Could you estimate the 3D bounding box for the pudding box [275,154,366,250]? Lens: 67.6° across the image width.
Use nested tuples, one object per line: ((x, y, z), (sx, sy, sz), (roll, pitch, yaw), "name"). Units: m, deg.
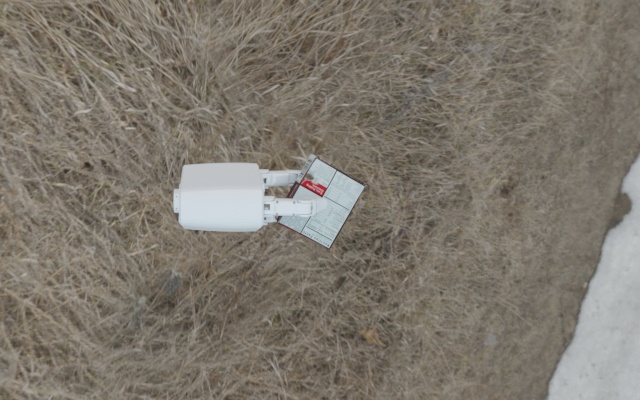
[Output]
((0.000, 0.002, 0.696), (0.090, 0.113, 0.039), (29, 4, -15), "pudding box")
